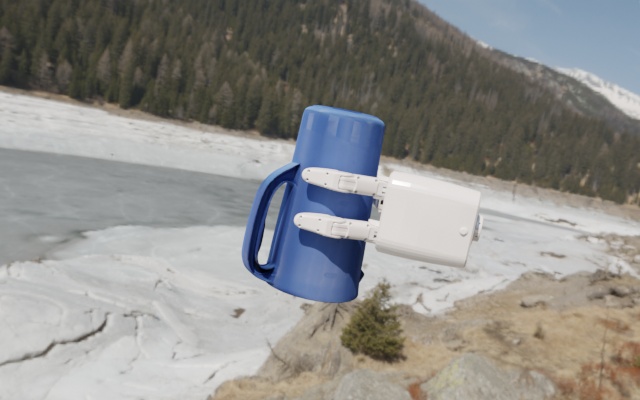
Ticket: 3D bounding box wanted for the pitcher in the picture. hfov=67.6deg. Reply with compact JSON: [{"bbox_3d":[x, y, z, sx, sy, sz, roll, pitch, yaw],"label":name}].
[{"bbox_3d":[0.000,0.002,0.629,0.145,0.243,0.149,13,7,14],"label":"pitcher"}]
